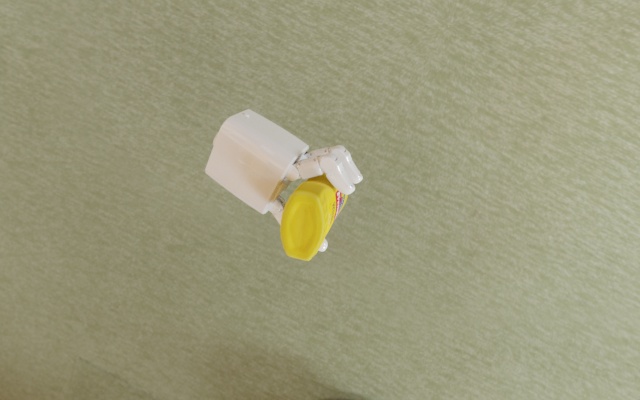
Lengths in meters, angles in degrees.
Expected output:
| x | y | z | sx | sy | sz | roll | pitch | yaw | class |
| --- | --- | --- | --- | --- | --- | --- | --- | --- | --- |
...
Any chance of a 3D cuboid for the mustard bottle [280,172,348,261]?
| x | y | z | sx | sy | sz | roll | pitch | yaw | class |
| --- | --- | --- | --- | --- | --- | --- | --- | --- | --- |
| 0.000 | 0.002 | 0.672 | 0.058 | 0.096 | 0.191 | 11 | 22 | 11 | mustard bottle |
